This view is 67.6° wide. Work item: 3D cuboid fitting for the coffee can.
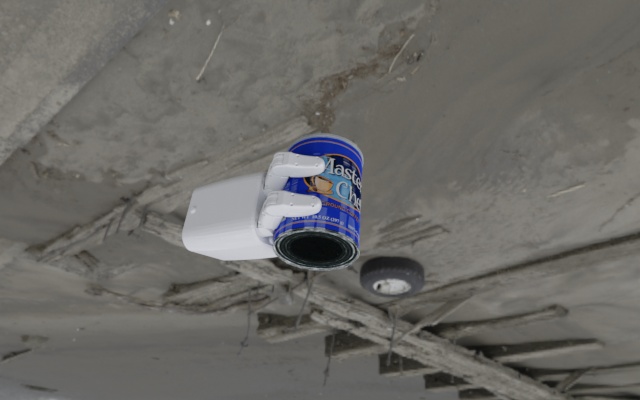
[{"bbox_3d":[0.000,0.002,0.595,0.103,0.140,0.103,4,-34,2],"label":"coffee can"}]
